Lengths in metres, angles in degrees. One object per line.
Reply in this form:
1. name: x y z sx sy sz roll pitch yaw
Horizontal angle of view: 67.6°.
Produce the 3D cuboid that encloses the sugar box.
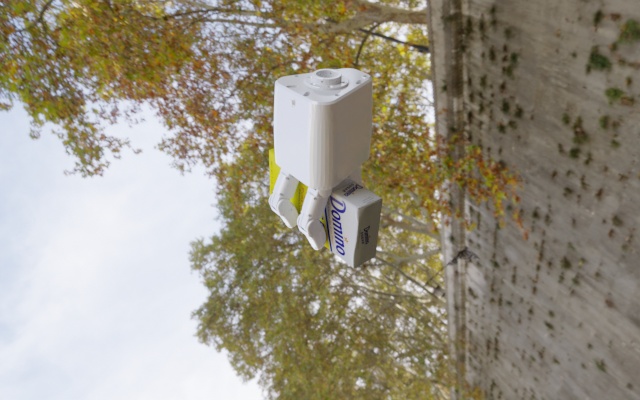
1. sugar box: 0.000 0.002 0.621 0.048 0.093 0.176 -23 41 -31
